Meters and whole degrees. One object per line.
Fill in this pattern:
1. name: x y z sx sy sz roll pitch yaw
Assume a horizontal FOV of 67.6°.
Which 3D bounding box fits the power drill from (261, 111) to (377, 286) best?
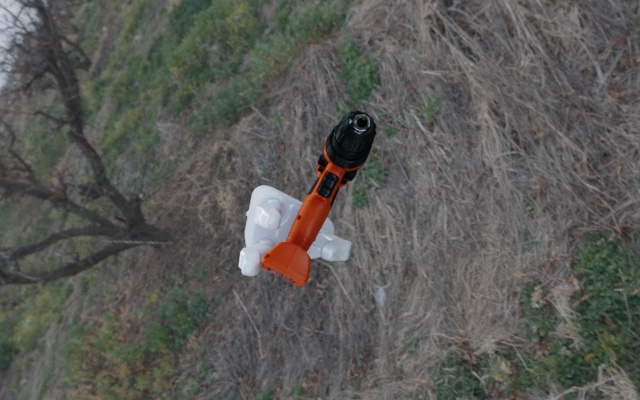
1. power drill: 0.000 0.002 0.547 0.057 0.187 0.184 28 -15 1
